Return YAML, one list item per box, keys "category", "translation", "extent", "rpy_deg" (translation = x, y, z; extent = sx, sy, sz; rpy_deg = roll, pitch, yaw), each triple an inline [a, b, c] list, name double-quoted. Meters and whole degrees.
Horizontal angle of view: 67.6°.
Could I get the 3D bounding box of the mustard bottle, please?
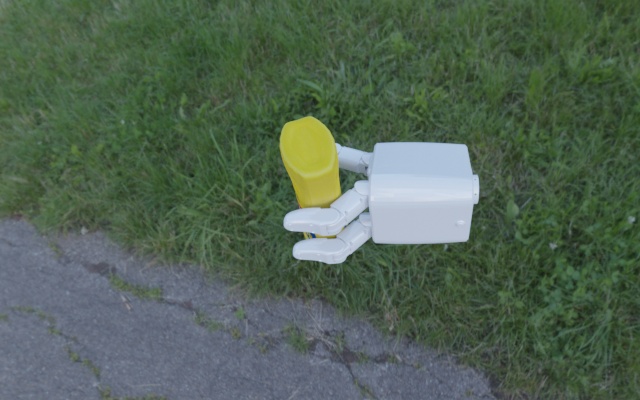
- category: "mustard bottle"
  translation: [0.000, 0.002, 0.565]
  extent: [0.058, 0.096, 0.192]
  rpy_deg: [-18, -41, -4]
